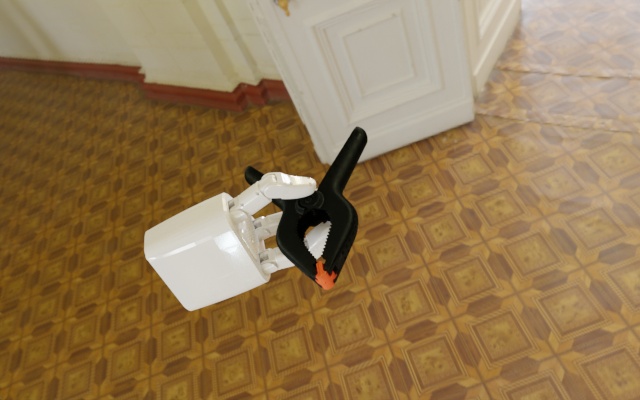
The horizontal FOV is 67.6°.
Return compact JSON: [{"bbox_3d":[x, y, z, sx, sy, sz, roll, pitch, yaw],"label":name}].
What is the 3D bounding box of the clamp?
[{"bbox_3d":[0.000,0.002,0.546,0.164,0.209,0.036,-25,-44,6],"label":"clamp"}]
